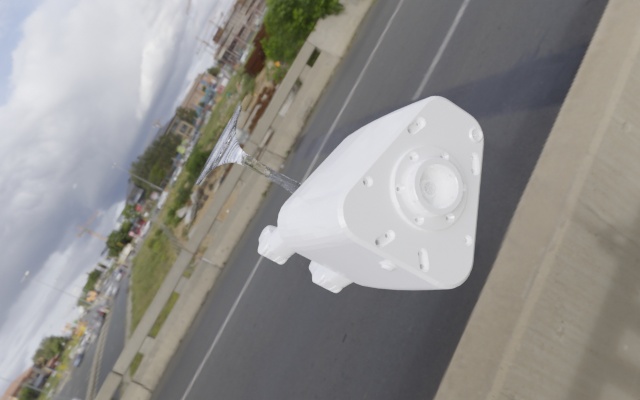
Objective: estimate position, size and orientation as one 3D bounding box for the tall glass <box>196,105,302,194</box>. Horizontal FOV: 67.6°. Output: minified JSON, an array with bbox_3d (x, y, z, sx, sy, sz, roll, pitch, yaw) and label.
[{"bbox_3d":[-0.001,0.001,0.415,0.201,0.079,0.079,29,-9,-15],"label":"tall glass"}]
